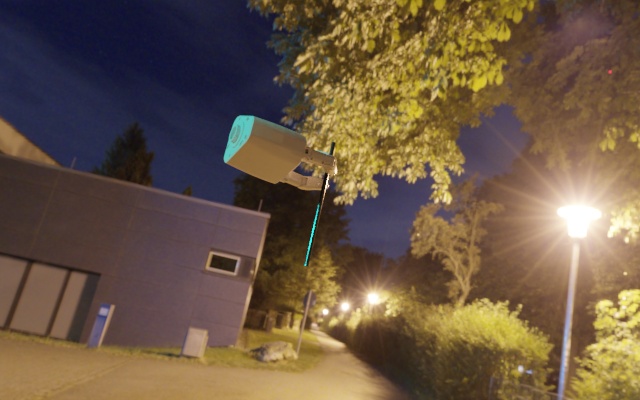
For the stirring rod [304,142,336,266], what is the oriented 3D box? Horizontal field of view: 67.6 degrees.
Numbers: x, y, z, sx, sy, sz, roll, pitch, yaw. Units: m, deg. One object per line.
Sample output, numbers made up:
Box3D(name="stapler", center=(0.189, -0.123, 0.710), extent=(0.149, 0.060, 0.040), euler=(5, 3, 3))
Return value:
Box3D(name="stirring rod", center=(0.000, 0.003, 0.881), extent=(0.011, 0.239, 0.011), euler=(12, -15, 3))
